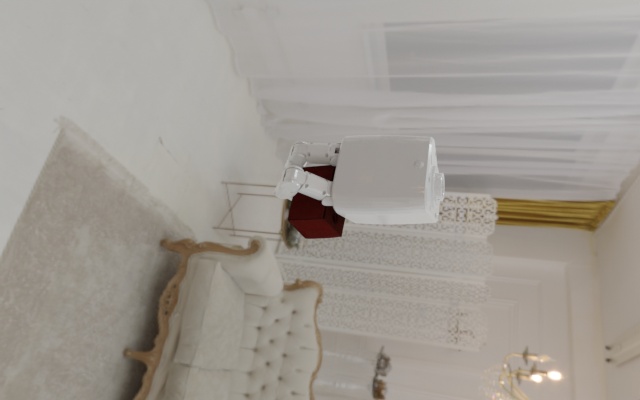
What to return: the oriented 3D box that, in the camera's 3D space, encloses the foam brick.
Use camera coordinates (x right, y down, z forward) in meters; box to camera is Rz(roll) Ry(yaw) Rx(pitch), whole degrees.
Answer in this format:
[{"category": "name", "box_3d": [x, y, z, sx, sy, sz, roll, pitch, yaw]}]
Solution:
[{"category": "foam brick", "box_3d": [0.000, 0.002, 0.591, 0.051, 0.078, 0.053, -2, -29, 27]}]
